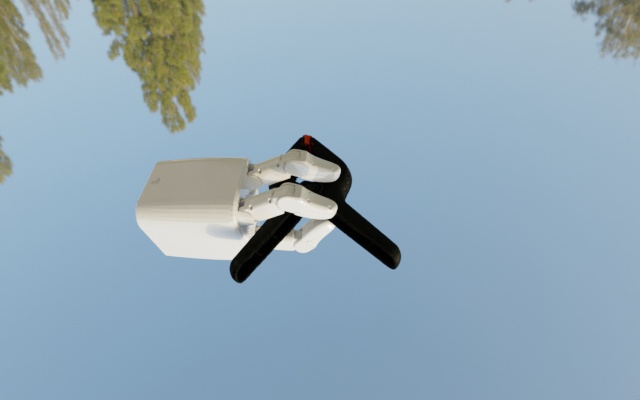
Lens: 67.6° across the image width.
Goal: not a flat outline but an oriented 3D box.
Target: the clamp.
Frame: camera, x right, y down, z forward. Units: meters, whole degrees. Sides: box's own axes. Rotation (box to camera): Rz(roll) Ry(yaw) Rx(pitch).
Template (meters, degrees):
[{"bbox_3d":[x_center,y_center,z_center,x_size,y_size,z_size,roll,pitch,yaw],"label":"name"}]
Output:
[{"bbox_3d":[0.000,0.002,0.520,0.164,0.036,0.209,0,44,5],"label":"clamp"}]
